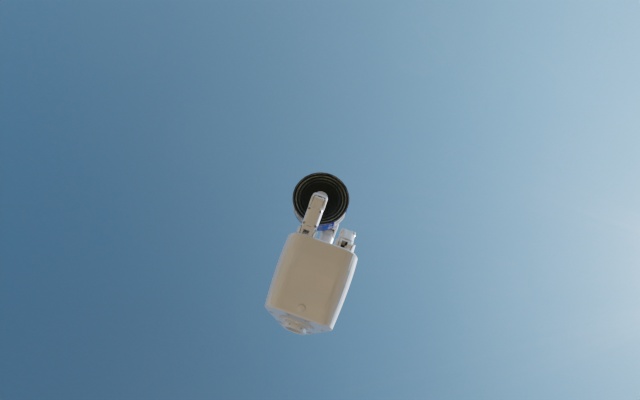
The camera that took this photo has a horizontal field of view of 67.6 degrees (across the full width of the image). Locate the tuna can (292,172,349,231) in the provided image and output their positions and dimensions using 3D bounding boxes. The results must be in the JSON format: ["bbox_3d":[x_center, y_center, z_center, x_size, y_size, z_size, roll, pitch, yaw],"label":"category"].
[{"bbox_3d":[0.000,0.003,0.732,0.086,0.086,0.034,0,-23,-3],"label":"tuna can"}]
